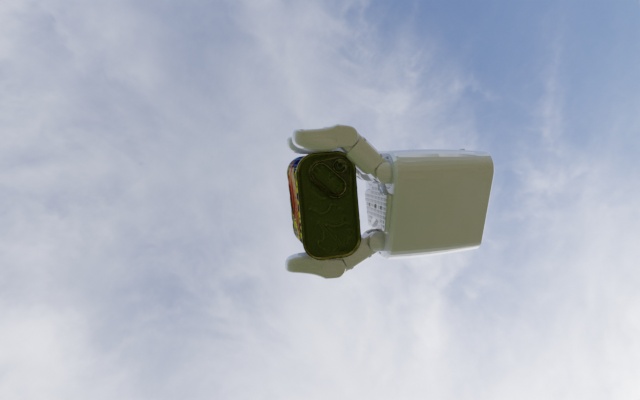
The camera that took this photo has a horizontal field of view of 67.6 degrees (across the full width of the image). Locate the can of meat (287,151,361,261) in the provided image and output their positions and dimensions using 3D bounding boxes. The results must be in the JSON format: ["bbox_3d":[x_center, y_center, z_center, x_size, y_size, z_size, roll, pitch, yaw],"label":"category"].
[{"bbox_3d":[0.000,0.002,0.486,0.057,0.102,0.084,-6,6,-11],"label":"can of meat"}]
